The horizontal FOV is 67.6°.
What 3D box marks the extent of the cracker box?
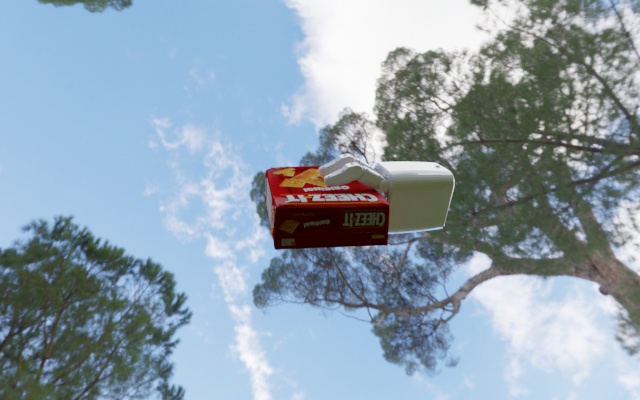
[{"bbox_3d":[0.000,0.003,0.754,0.164,0.072,0.213,-2,18,-10],"label":"cracker box"}]
